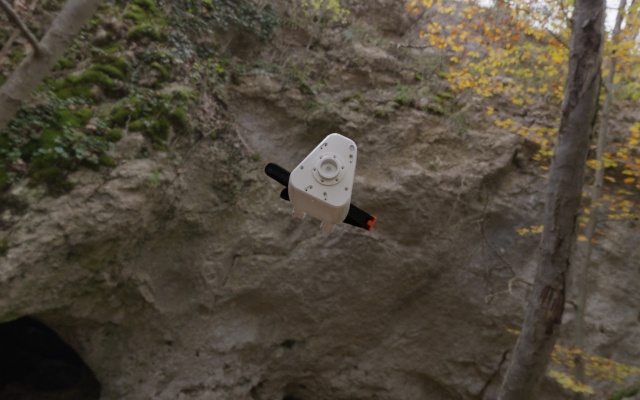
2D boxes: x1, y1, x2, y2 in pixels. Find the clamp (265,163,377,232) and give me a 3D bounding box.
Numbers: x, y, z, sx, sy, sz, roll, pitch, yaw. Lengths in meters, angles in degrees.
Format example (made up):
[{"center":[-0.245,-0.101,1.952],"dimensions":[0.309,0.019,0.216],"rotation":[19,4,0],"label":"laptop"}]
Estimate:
[{"center":[0.001,0.002,0.878],"dimensions":[0.210,0.036,0.164],"rotation":[25,-11,5],"label":"clamp"}]
